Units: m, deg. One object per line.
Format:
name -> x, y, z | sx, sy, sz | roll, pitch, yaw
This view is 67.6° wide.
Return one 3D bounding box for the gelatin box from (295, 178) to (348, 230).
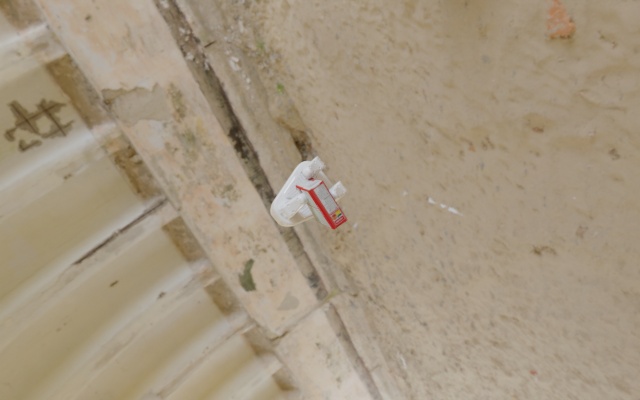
gelatin box -> 0.000, 0.003, 0.744 | 0.030, 0.073, 0.089 | -35, 14, -10
